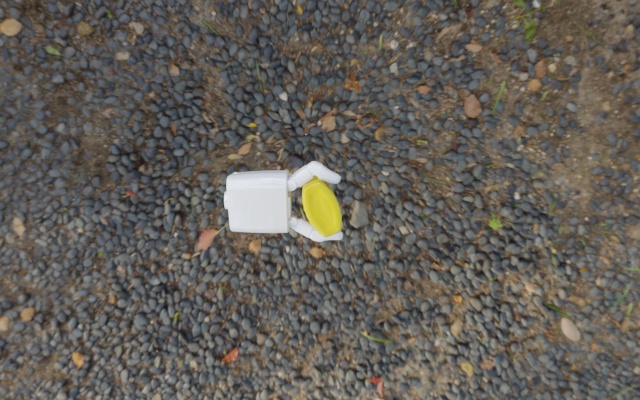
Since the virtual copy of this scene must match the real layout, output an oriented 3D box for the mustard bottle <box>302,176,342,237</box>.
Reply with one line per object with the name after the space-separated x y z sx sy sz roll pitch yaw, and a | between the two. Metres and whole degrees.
0.000 0.003 0.882 0.058 0.096 0.191 -25 8 2 | mustard bottle
